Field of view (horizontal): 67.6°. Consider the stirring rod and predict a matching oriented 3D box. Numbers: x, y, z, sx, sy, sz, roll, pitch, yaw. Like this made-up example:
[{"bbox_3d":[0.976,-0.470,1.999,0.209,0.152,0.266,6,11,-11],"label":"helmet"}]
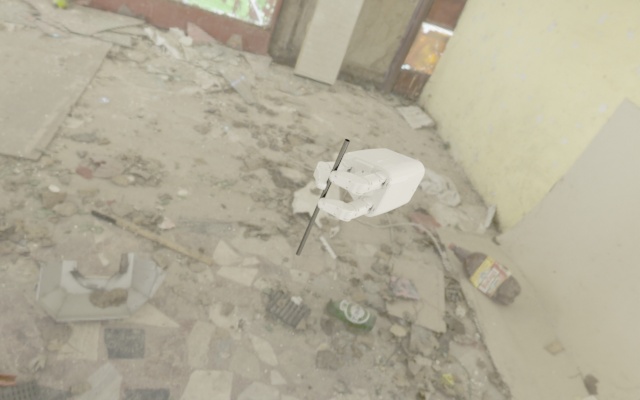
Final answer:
[{"bbox_3d":[0.000,0.003,0.777,0.011,0.240,0.011,16,34,-11],"label":"stirring rod"}]
